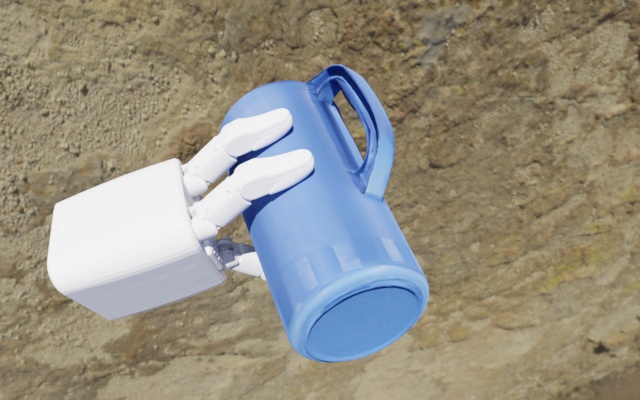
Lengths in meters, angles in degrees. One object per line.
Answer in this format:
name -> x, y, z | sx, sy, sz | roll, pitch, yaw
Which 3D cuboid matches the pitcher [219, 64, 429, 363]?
pitcher -> 0.000, 0.001, 0.413 | 0.145, 0.149, 0.242 | -18, 45, -7
